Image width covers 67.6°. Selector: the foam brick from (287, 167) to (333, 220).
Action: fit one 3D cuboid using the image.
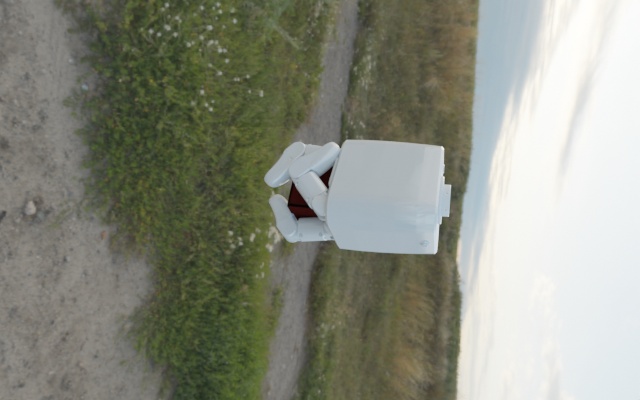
[{"bbox_3d":[0.000,0.002,0.551,0.051,0.053,0.078,4,-24,15],"label":"foam brick"}]
